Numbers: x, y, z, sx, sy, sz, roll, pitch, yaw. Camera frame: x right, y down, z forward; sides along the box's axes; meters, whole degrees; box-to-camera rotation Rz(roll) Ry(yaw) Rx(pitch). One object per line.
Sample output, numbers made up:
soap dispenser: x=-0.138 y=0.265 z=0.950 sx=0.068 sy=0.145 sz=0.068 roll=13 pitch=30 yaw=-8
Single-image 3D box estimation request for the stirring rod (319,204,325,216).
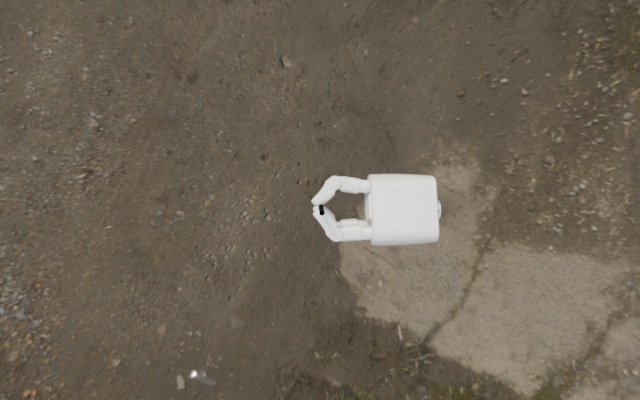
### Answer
stirring rod: x=0.000 y=0.003 z=0.821 sx=0.011 sy=0.011 sz=0.239 roll=0 pitch=8 yaw=-1
